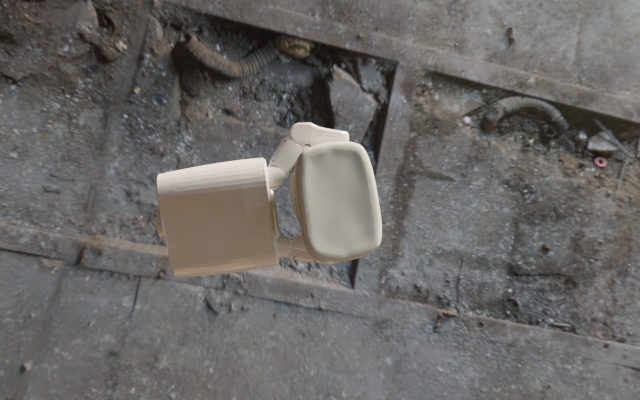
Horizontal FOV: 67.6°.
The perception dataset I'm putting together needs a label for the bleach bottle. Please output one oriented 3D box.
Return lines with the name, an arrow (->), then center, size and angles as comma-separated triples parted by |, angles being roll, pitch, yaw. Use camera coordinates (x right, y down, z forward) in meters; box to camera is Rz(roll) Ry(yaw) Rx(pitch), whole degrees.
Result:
bleach bottle -> 0.000, 0.002, 0.511 | 0.068, 0.102, 0.251 | -8, 0, -7
